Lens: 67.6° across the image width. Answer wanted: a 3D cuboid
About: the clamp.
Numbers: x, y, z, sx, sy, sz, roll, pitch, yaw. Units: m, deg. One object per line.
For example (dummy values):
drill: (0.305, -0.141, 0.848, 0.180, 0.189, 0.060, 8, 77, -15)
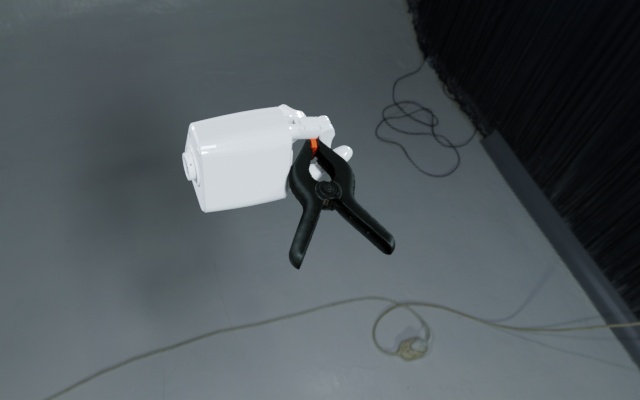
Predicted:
clamp: (0.000, 0.001, 0.549, 0.120, 0.171, 0.039, -12, -32, -26)
